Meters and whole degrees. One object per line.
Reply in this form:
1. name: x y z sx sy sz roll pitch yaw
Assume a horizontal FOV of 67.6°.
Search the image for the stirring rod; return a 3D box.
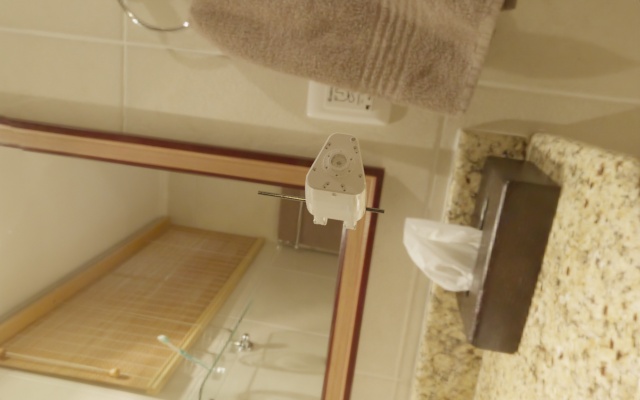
1. stirring rod: 0.000 0.003 0.898 0.239 0.011 0.011 9 1 5
